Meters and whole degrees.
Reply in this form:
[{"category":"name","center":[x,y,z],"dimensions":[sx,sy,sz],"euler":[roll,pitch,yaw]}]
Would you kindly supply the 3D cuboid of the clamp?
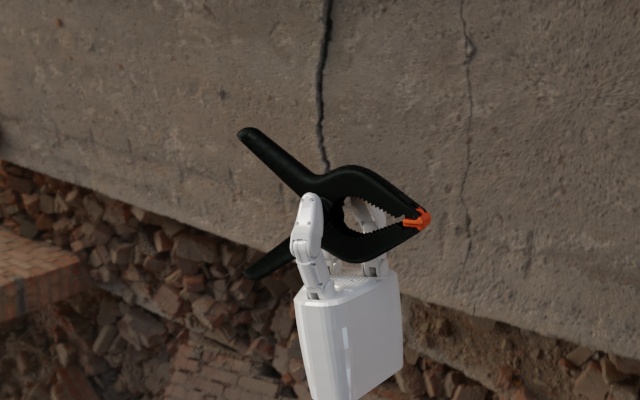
[{"category":"clamp","center":[0.000,0.002,0.468],"dimensions":[0.210,0.164,0.036],"euler":[-3,9,29]}]
